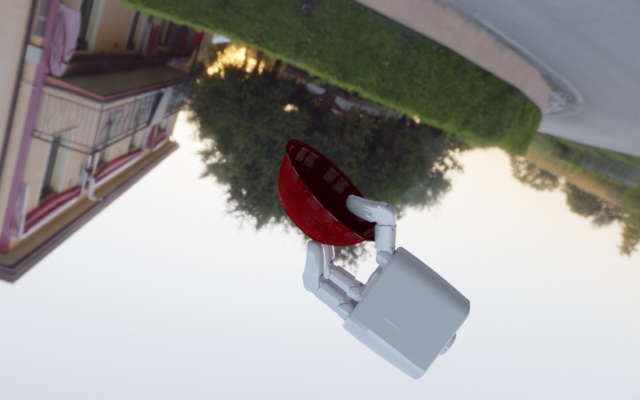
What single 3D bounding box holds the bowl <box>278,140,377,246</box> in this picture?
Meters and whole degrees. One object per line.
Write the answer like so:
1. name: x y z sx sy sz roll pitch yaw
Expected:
1. bowl: -0.001 0.001 0.586 0.055 0.162 0.162 -42 -16 18
